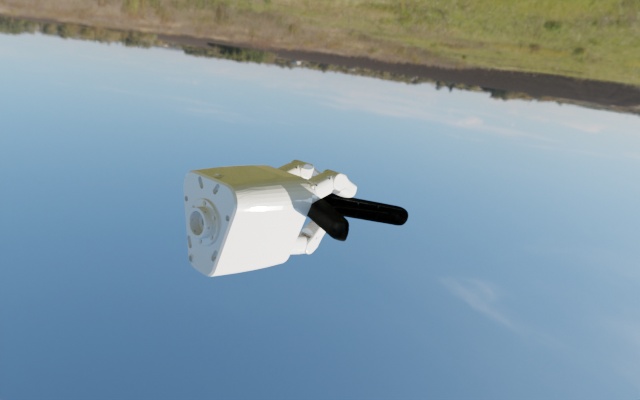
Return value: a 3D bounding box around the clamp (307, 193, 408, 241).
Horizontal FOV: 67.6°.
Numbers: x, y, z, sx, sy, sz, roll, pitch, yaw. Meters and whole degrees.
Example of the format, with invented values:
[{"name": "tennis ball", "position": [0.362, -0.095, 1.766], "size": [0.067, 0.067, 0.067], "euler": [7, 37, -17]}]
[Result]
[{"name": "clamp", "position": [-0.001, 0.003, 0.619], "size": [0.210, 0.036, 0.164], "euler": [21, 15, 38]}]
